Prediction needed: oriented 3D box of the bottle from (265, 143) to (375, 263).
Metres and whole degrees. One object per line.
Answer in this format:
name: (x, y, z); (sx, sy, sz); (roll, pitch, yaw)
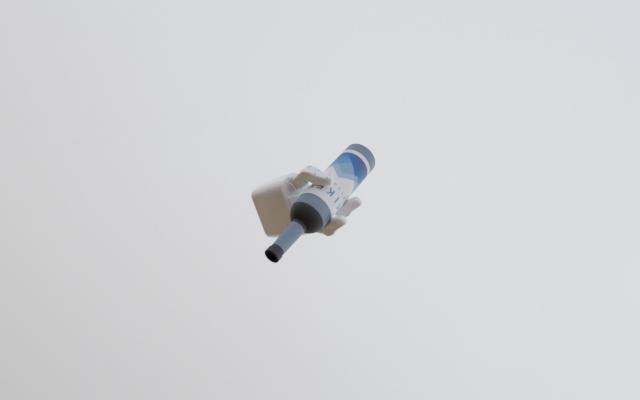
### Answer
bottle: (0.000, 0.003, 0.842); (0.069, 0.069, 0.295); (0, 36, 41)
